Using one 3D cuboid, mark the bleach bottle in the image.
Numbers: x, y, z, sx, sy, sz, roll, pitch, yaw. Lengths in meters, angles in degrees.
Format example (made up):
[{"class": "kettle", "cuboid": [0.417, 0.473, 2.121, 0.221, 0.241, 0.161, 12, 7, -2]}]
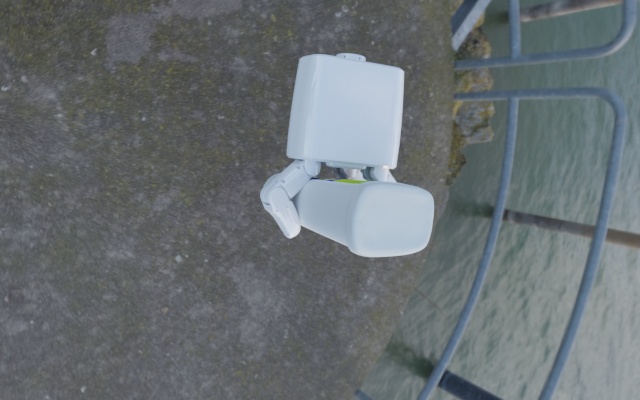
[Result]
[{"class": "bleach bottle", "cuboid": [0.000, 0.002, 0.530, 0.102, 0.068, 0.251, 3, 6, -35]}]
